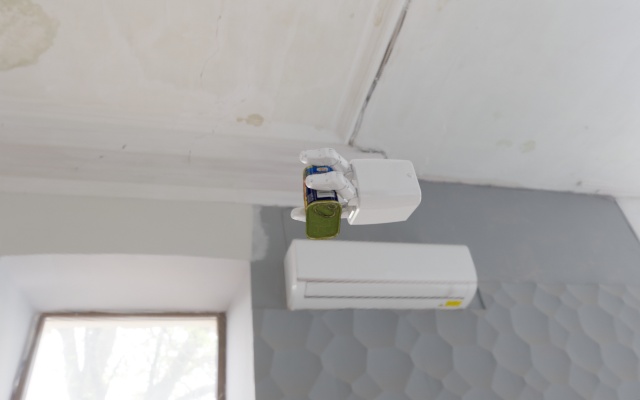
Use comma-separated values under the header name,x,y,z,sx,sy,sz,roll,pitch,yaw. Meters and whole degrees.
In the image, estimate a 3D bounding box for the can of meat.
name,x,y,z,sx,sy,sz,roll,pitch,yaw
can of meat,0.000,0.002,0.792,0.057,0.084,0.102,-4,-38,-5
